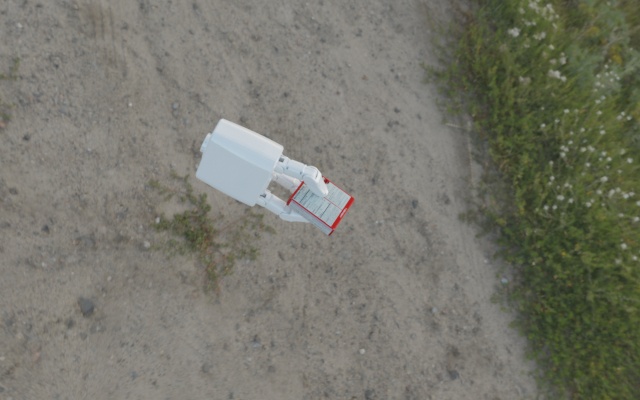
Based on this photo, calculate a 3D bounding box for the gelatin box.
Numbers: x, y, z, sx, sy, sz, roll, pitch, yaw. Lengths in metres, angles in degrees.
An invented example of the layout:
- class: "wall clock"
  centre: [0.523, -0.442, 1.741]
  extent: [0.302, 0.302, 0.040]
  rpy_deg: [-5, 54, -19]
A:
- class: "gelatin box"
  centre: [0.001, 0.003, 0.781]
  extent: [0.089, 0.073, 0.030]
  rpy_deg: [35, -32, 1]
